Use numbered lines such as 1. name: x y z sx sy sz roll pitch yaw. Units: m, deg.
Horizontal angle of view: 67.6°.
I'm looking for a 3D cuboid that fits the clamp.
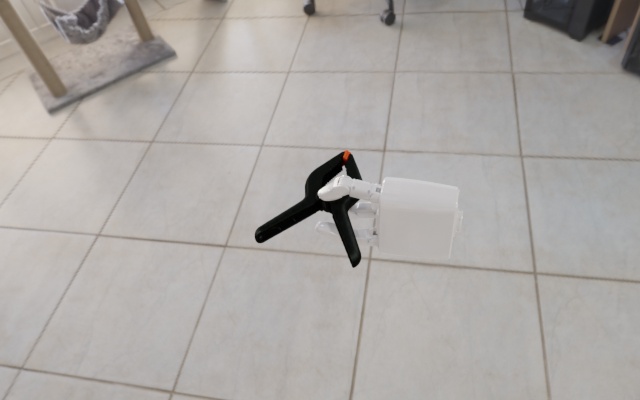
1. clamp: 0.000 0.002 0.739 0.164 0.209 0.036 7 -38 14
